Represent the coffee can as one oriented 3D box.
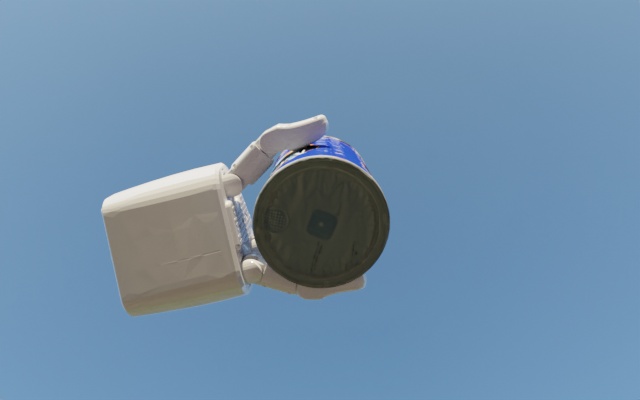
[{"bbox_3d":[0.000,0.001,0.420,0.103,0.103,0.140,0,14,0],"label":"coffee can"}]
